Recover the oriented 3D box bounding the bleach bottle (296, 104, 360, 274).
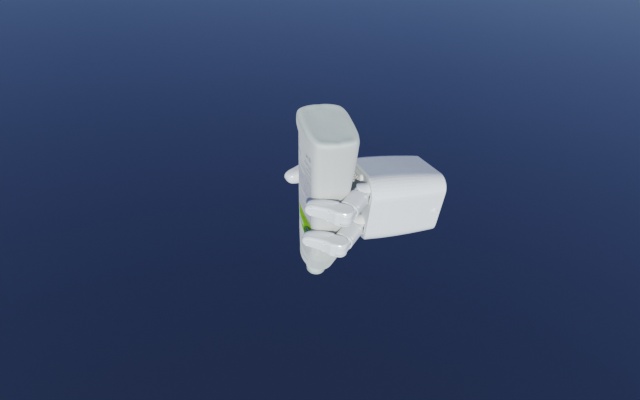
[{"bbox_3d":[0.000,0.002,0.657,0.068,0.251,0.102,-6,42,-14],"label":"bleach bottle"}]
